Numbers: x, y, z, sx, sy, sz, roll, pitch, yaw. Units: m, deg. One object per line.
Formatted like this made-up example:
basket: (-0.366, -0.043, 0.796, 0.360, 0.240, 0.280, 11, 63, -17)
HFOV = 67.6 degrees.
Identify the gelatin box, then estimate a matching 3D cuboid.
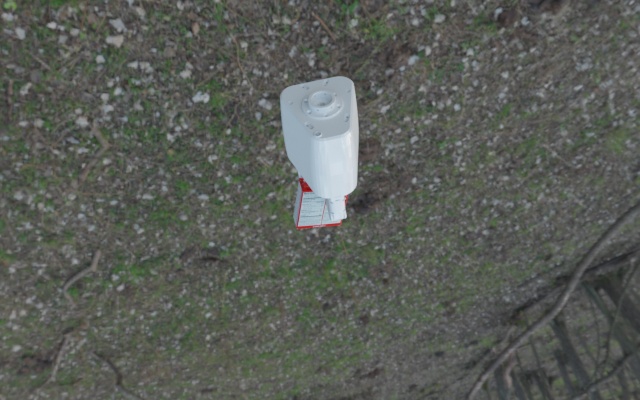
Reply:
gelatin box: (0.000, 0.003, 0.725, 0.073, 0.030, 0.089, -5, -43, -15)
